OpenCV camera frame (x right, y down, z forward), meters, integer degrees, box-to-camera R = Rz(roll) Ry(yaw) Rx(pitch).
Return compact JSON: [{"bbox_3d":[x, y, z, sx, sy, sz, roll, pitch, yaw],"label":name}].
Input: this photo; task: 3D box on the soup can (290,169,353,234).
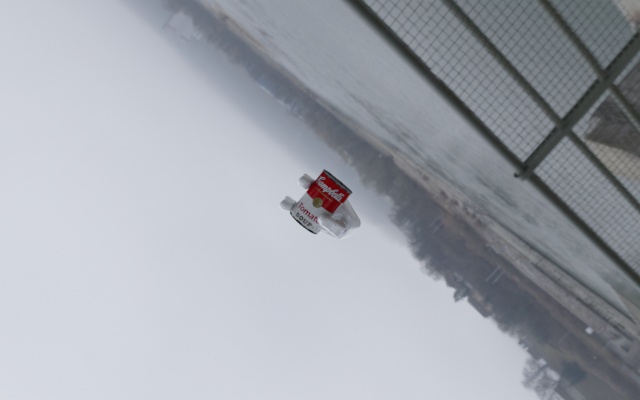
[{"bbox_3d":[0.000,0.003,0.872,0.068,0.102,0.068,39,8,-6],"label":"soup can"}]
